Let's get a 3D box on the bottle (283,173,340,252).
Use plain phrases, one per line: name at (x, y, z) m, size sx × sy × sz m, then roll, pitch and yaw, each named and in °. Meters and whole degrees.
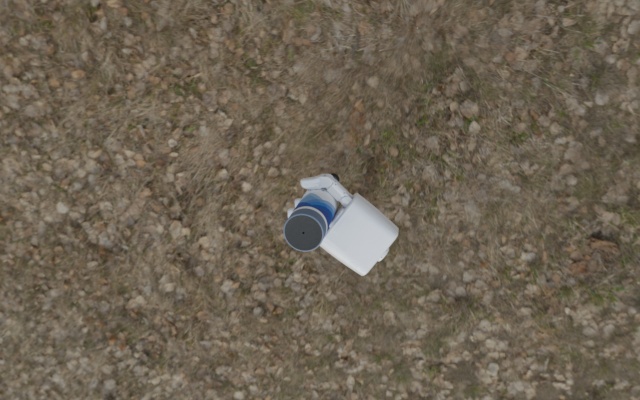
bottle at (0.000, 0.003, 0.897) m, size 0.069 × 0.069 × 0.295 m, roll 0°, pitch 19°, yaw 11°
